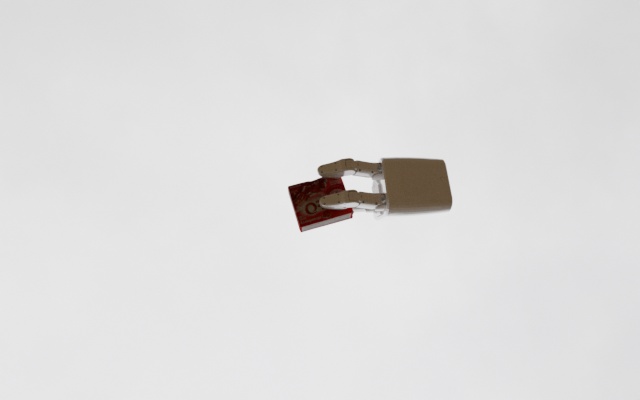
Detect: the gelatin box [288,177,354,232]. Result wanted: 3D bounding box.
[{"bbox_3d":[0.000,0.003,0.755,0.089,0.073,0.030,-15,-22,-7],"label":"gelatin box"}]
